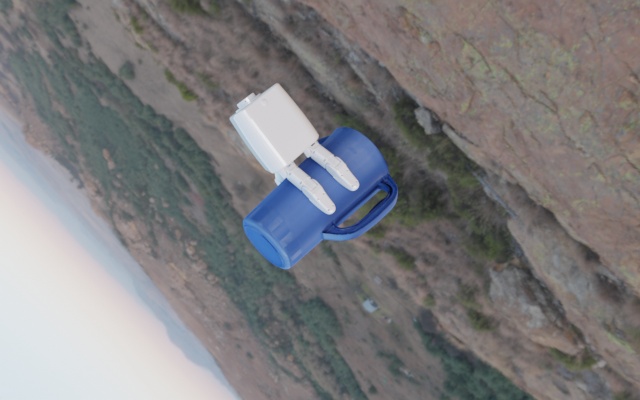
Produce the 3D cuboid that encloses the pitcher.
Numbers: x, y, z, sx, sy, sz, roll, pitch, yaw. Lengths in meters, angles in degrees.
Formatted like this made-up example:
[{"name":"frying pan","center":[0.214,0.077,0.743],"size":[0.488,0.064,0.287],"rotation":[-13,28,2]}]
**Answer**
[{"name":"pitcher","center":[0.000,0.002,0.792],"size":[0.242,0.145,0.149],"rotation":[-43,18,-22]}]
